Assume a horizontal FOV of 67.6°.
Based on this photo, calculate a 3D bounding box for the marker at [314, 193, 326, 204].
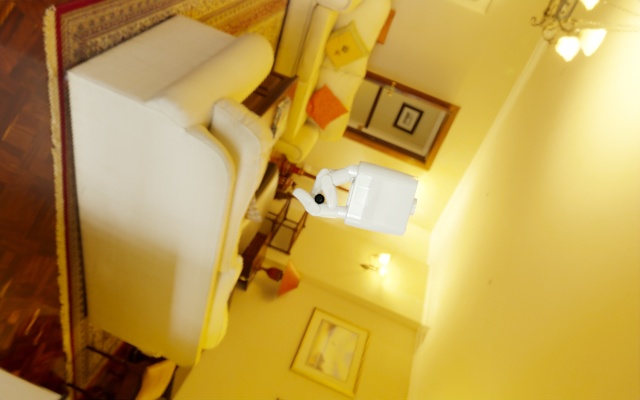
[{"bbox_3d":[0.000,0.003,0.883,0.020,0.020,0.121,0,-6,2],"label":"marker"}]
